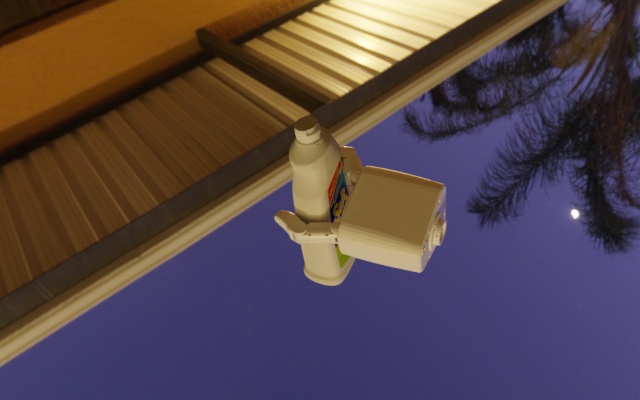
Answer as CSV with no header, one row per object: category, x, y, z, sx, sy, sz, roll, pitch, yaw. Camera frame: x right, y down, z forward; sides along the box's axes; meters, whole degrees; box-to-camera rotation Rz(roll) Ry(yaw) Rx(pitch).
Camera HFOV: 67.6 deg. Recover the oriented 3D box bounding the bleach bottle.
bleach bottle,0.000,0.002,0.642,0.068,0.102,0.251,13,-39,24
